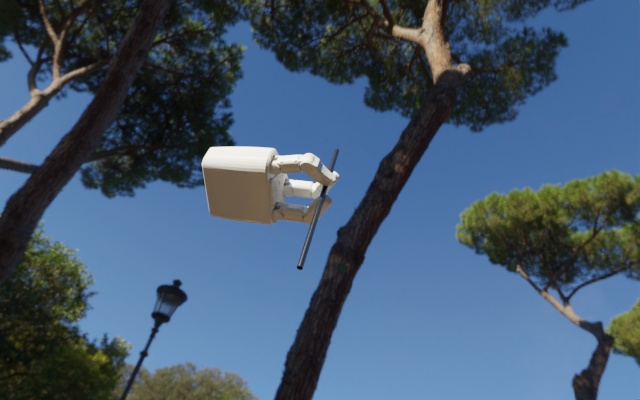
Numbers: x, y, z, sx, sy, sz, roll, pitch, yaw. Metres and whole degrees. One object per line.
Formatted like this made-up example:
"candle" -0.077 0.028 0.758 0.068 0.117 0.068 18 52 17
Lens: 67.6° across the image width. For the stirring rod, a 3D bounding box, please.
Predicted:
"stirring rod" 0.000 0.002 0.682 0.011 0.011 0.239 0 43 17
